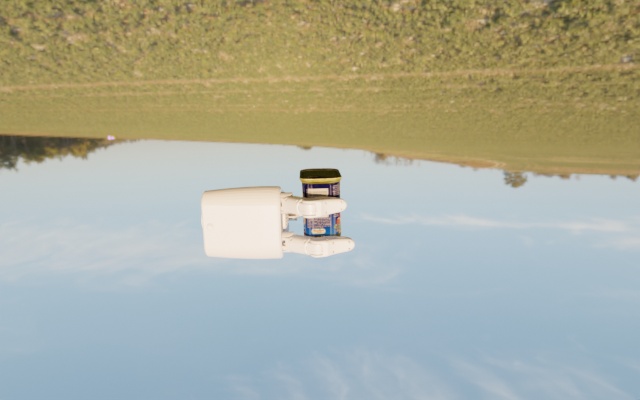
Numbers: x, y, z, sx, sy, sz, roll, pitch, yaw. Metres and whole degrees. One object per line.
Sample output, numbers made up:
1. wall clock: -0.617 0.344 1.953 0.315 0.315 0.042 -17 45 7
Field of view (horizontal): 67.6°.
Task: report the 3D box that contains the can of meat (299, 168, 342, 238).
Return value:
1. can of meat: 0.000 0.003 0.678 0.057 0.084 0.102 -2 11 -2
